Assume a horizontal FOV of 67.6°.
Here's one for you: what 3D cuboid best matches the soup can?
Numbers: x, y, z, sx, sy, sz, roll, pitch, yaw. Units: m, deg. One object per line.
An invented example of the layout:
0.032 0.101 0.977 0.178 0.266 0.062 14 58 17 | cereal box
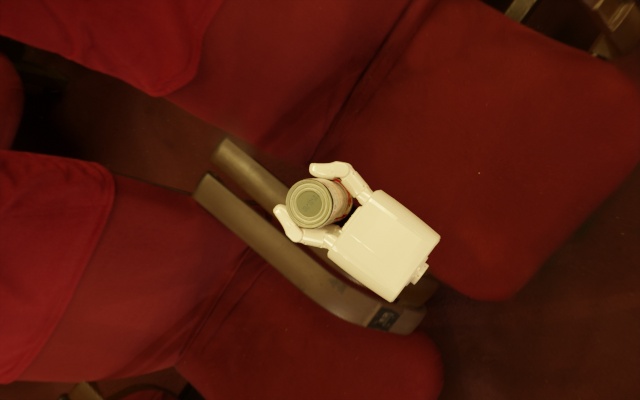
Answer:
0.000 0.002 0.670 0.068 0.068 0.102 0 3 18 | soup can
